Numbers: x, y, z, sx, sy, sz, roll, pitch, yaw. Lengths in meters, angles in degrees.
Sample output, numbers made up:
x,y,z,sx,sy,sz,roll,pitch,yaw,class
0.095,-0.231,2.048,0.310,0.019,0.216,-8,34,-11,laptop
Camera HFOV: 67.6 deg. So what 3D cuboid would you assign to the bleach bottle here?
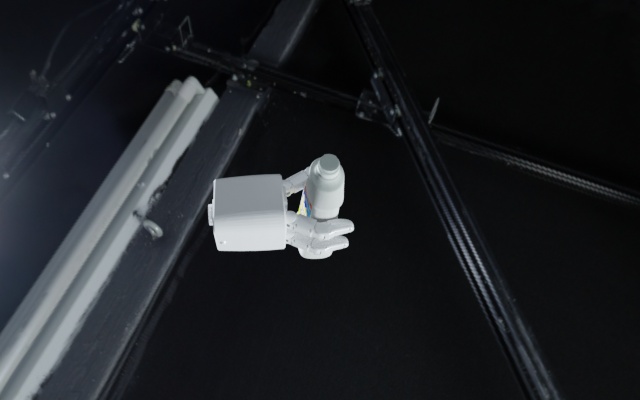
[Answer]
x,y,z,sx,sy,sz,roll,pitch,yaw,class
0.000,0.003,0.761,0.068,0.102,0.251,-2,-29,-7,bleach bottle
